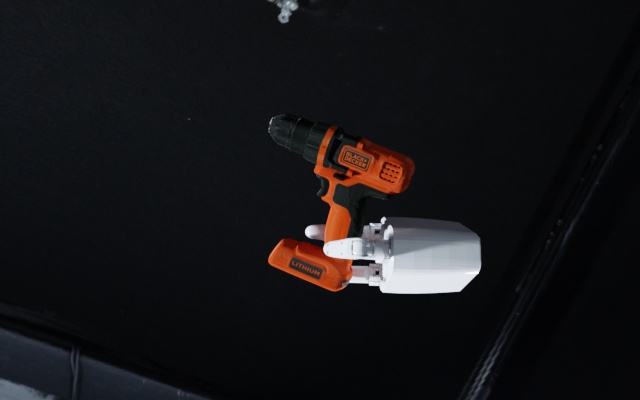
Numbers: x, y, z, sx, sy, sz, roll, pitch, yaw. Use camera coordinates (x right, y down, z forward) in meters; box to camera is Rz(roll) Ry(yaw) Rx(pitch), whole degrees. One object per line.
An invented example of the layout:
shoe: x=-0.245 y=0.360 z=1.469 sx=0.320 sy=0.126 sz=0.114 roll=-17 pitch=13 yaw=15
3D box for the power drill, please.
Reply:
power drill: x=0.000 y=0.002 z=0.587 sx=0.184 sy=0.188 sz=0.057 roll=22 pitch=14 yaw=11
